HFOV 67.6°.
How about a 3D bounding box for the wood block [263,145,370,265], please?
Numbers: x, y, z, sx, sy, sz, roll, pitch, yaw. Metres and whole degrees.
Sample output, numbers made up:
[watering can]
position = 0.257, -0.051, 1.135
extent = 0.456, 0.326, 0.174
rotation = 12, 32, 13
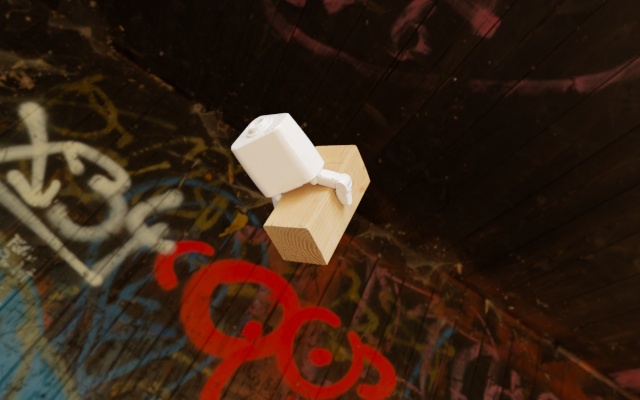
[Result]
[wood block]
position = 0.000, 0.002, 0.833
extent = 0.091, 0.090, 0.206
rotation = 2, 45, 32
